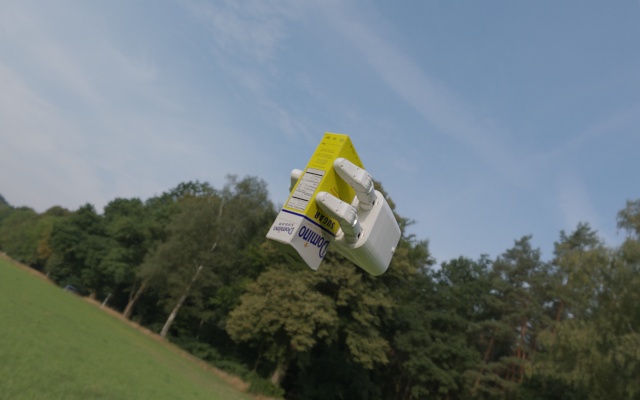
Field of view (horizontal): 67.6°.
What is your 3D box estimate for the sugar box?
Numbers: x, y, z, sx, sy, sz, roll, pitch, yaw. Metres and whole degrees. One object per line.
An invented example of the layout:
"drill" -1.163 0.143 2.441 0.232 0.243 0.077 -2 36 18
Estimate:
"sugar box" 0.001 0.002 0.662 0.048 0.176 0.093 12 -26 31
